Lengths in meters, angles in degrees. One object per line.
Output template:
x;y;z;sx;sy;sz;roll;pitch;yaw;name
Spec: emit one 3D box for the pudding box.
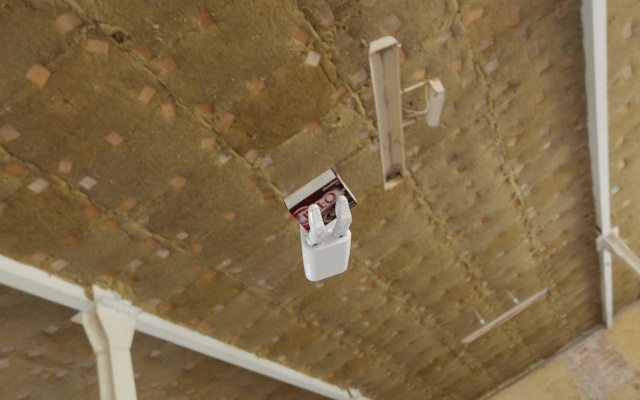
0.000;0.003;0.895;0.113;0.039;0.090;-36;-45;4;pudding box
